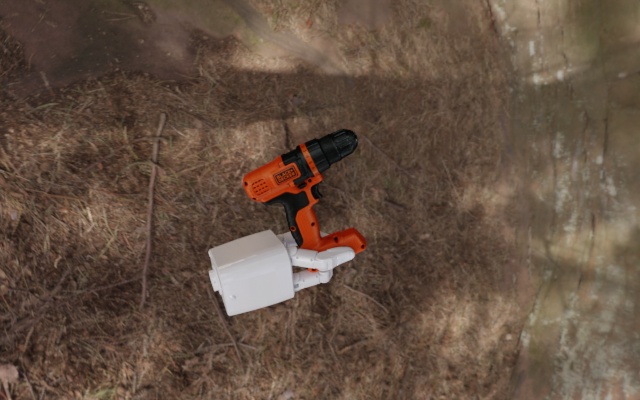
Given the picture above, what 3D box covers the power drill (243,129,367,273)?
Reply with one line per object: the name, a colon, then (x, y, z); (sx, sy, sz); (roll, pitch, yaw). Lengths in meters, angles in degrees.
power drill: (0.000, 0.003, 0.731); (0.184, 0.188, 0.057); (-25, 15, 5)
